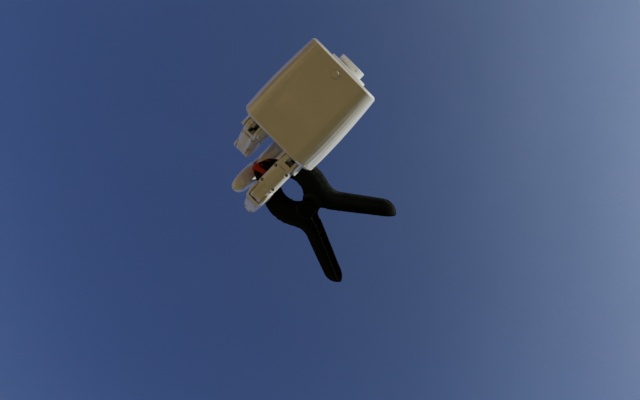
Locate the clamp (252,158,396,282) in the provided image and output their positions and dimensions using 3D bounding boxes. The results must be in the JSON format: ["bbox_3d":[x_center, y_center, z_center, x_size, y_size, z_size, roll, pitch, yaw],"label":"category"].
[{"bbox_3d":[0.000,0.002,0.561,0.120,0.171,0.039,-44,2,13],"label":"clamp"}]
